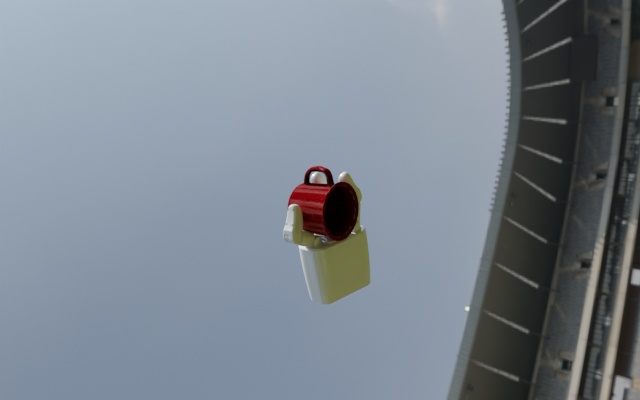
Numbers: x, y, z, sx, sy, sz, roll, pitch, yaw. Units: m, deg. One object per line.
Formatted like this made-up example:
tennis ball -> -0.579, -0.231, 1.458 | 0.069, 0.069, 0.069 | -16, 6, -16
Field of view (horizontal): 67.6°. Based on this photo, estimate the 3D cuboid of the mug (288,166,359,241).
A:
mug -> 0.000, 0.001, 0.760 | 0.081, 0.117, 0.093 | 6, 24, 39
